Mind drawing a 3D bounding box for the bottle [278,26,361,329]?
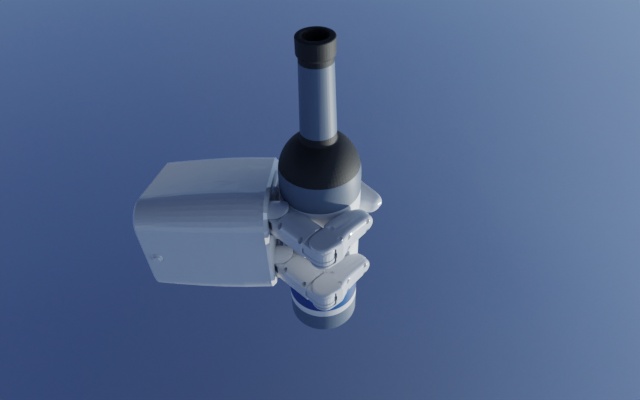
[{"bbox_3d":[0.000,0.001,0.404,0.069,0.296,0.069,-1,44,1],"label":"bottle"}]
